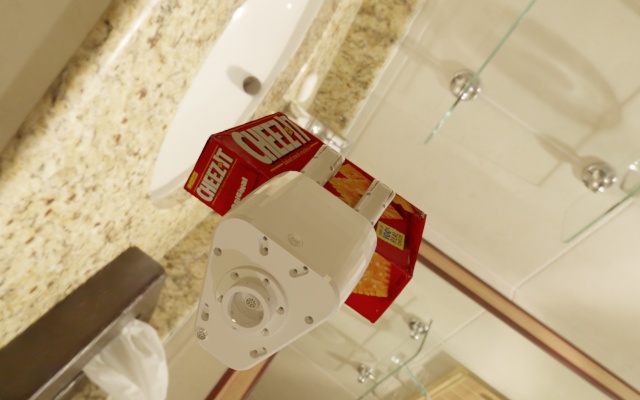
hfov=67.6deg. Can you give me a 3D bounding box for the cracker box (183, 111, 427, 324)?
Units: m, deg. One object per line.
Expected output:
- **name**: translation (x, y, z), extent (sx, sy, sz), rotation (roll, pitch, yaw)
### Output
- **cracker box**: translation (0.000, 0.002, 0.486), extent (0.213, 0.072, 0.164), rotation (36, 24, 4)
